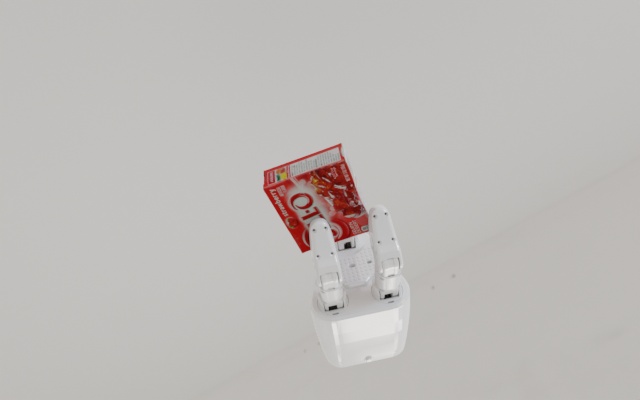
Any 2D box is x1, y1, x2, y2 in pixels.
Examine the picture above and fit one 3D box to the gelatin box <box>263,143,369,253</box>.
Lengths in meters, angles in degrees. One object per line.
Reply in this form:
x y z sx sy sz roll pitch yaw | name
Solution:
0.000 0.001 0.423 0.073 0.089 0.030 -18 40 9 | gelatin box
